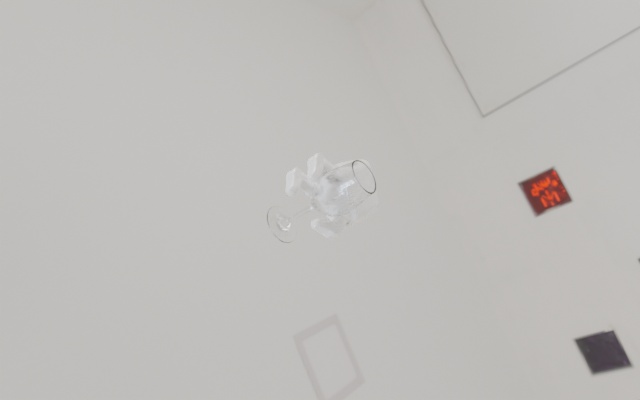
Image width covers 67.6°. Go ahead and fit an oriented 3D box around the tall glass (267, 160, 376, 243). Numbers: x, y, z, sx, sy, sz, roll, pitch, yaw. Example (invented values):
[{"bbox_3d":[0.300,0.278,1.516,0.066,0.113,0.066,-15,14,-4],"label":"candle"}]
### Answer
[{"bbox_3d":[0.000,0.003,0.833,0.201,0.079,0.079,-30,-18,33],"label":"tall glass"}]
